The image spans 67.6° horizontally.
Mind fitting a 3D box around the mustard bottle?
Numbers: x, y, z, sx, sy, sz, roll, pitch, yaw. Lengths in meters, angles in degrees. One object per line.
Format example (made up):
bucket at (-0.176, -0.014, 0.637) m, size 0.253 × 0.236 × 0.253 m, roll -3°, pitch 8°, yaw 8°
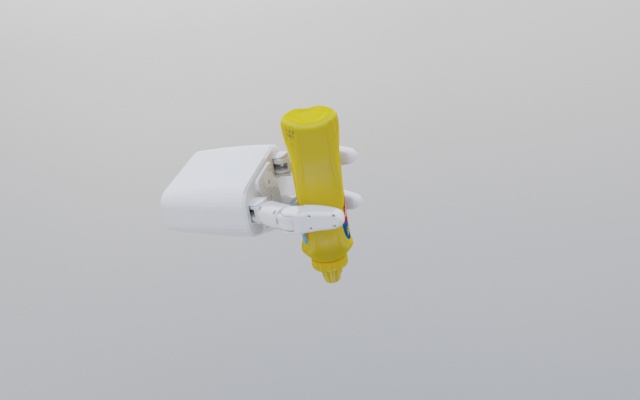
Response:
mustard bottle at (0.000, 0.001, 0.508) m, size 0.058 × 0.192 × 0.096 m, roll -9°, pitch 21°, yaw -3°
